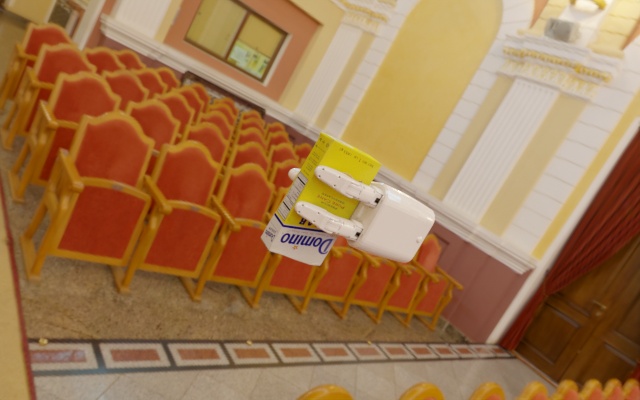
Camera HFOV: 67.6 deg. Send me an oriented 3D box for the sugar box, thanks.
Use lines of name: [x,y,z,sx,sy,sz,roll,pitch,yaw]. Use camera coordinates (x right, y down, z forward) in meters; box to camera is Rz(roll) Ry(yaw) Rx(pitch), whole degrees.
sugar box: [0.000,0.002,0.666,0.093,0.176,0.048,22,12,-33]
